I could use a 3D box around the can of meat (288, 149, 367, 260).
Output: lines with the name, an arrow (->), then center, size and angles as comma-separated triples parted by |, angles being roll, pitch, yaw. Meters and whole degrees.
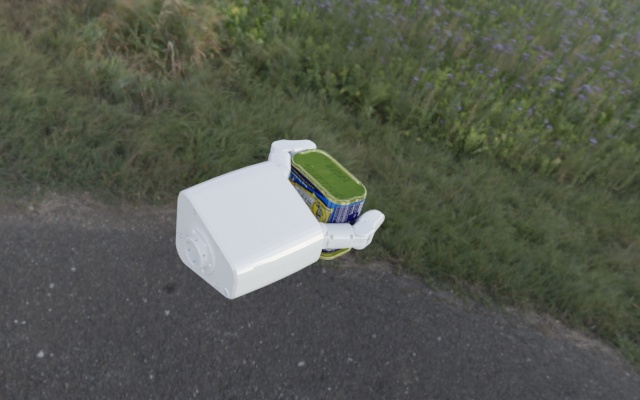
can of meat -> 0.000, 0.002, 0.549 | 0.057, 0.084, 0.102 | -19, 49, -36
